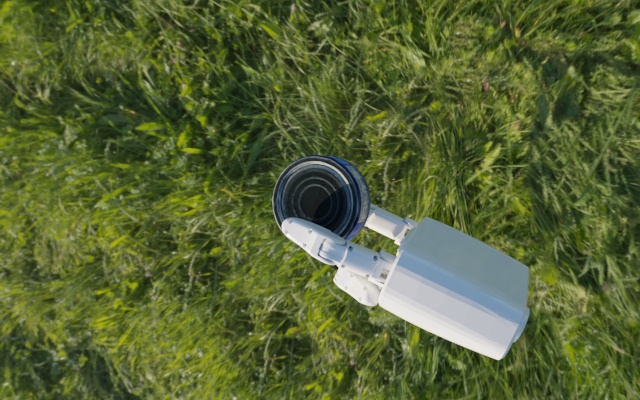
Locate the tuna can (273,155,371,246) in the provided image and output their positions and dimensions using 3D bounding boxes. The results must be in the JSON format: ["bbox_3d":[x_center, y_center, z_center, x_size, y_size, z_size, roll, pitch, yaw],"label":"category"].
[{"bbox_3d":[0.000,0.001,0.434,0.086,0.086,0.034,0,2,22],"label":"tuna can"}]
